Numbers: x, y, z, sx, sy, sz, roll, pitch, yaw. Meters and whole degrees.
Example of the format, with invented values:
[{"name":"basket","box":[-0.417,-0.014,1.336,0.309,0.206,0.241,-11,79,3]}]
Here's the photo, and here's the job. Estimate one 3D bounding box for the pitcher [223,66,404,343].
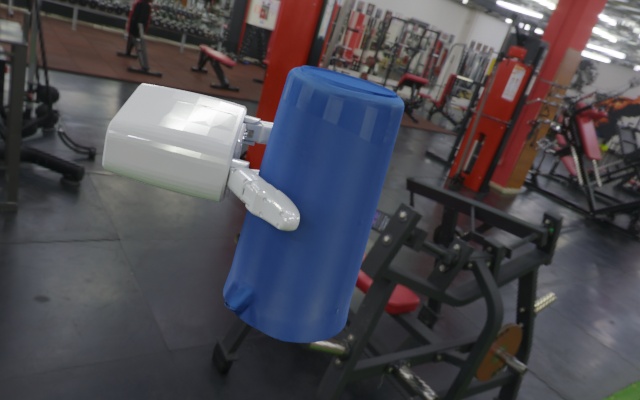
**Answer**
[{"name":"pitcher","box":[0.000,0.002,0.471,0.145,0.243,0.149,13,21,-9]}]
